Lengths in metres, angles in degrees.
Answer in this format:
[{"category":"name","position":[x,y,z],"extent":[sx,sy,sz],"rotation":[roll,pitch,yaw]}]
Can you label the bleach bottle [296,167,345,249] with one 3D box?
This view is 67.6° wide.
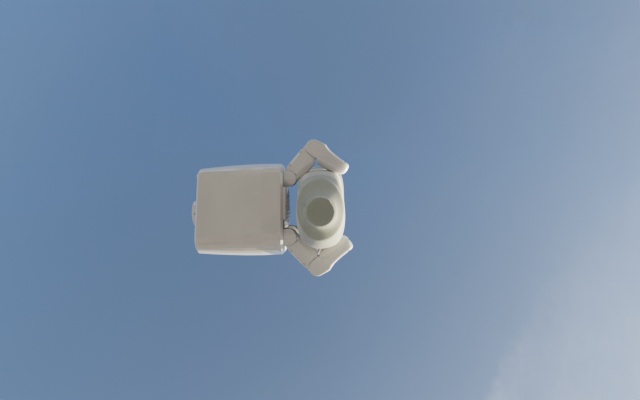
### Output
[{"category":"bleach bottle","position":[0.000,0.002,0.590],"extent":[0.068,0.102,0.251],"rotation":[-2,0,0]}]
